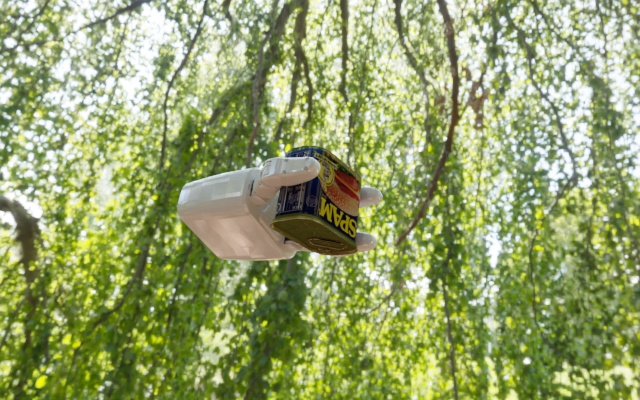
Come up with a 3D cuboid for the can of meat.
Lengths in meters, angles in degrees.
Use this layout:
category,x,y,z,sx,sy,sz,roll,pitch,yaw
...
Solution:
category,x,y,z,sx,sy,sz,roll,pitch,yaw
can of meat,0.000,0.001,0.500,0.057,0.084,0.102,-10,-29,34
